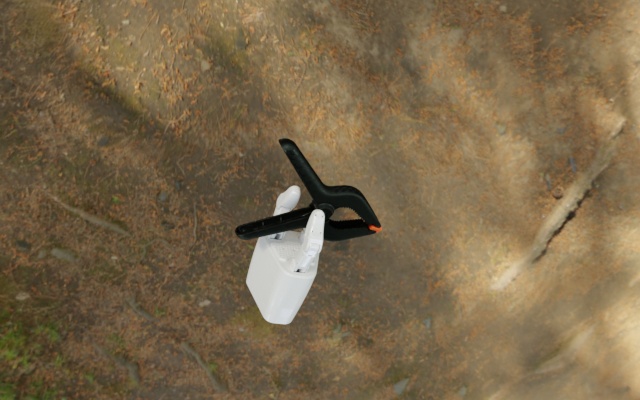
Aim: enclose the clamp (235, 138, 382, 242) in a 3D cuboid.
[{"bbox_3d":[0.001,0.003,0.680,0.210,0.165,0.036,11,31,-21],"label":"clamp"}]
